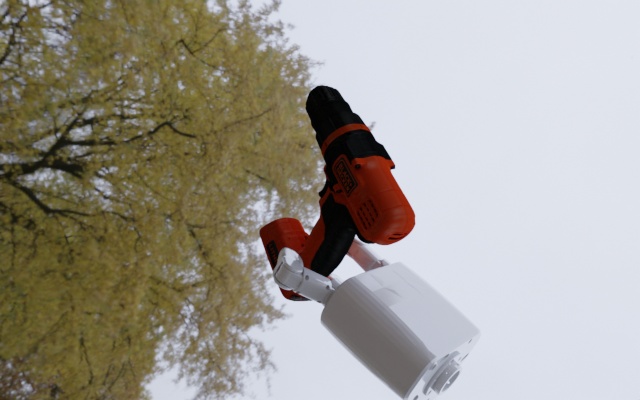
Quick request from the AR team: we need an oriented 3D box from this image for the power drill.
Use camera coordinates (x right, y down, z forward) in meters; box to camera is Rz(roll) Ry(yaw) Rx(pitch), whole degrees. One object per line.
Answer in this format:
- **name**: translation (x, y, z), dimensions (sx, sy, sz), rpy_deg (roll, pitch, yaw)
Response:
- **power drill**: translation (0.000, 0.002, 0.490), dimensions (0.057, 0.184, 0.188), rpy_deg (0, -39, -34)
